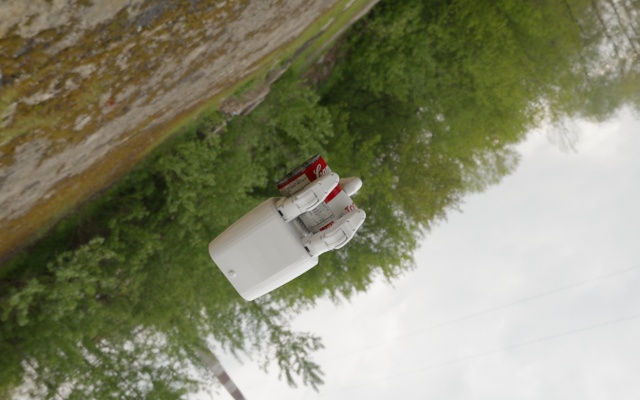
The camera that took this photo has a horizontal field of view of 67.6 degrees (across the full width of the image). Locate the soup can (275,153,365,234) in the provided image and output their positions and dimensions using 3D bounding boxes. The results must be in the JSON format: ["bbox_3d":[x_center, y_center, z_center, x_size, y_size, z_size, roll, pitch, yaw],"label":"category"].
[{"bbox_3d":[0.001,0.002,0.598,0.068,0.102,0.068,-35,8,6],"label":"soup can"}]
